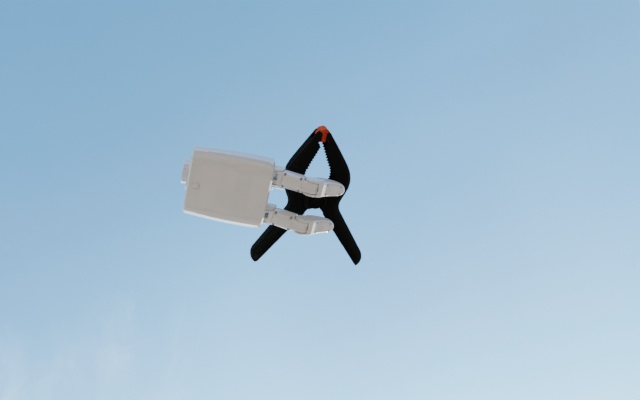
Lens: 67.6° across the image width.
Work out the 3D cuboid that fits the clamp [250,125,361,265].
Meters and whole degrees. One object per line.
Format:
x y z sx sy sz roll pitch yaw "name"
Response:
0.000 0.001 0.676 0.164 0.210 0.036 10 18 -15 "clamp"
